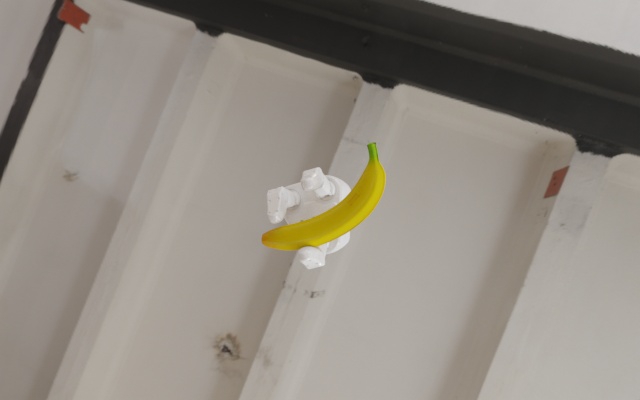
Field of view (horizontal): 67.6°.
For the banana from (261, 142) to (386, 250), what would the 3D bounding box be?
[{"bbox_3d":[0.014,0.014,0.609,0.198,0.069,0.037,-40,-5,13],"label":"banana"}]
